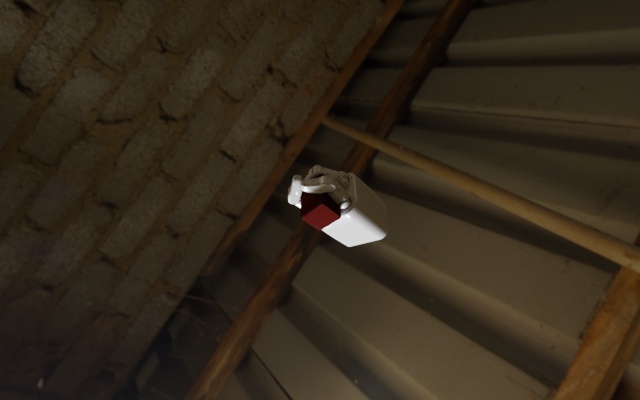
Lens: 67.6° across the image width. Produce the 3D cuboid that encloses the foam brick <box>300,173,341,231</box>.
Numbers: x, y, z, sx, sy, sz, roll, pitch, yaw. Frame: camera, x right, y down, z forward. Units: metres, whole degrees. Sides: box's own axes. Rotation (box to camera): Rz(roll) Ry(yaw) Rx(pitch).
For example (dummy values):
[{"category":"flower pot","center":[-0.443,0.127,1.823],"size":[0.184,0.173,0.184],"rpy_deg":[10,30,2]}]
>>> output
[{"category":"foam brick","center":[0.000,0.003,0.839],"size":[0.053,0.078,0.051],"rpy_deg":[-32,-52,28]}]
